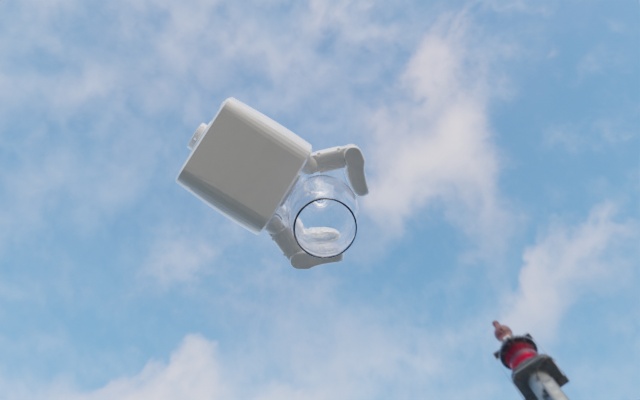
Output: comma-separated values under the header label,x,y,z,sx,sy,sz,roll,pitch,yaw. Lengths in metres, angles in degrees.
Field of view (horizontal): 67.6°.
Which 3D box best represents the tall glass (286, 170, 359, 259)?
label,x,y,z,sx,sy,sz,roll,pitch,yaw
tall glass,0.000,0.002,0.552,0.079,0.079,0.201,0,15,-3
